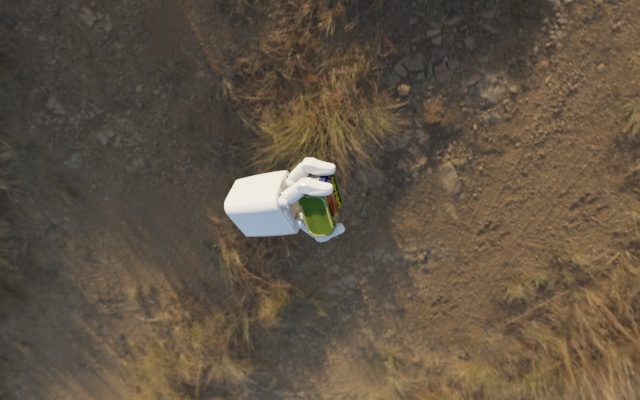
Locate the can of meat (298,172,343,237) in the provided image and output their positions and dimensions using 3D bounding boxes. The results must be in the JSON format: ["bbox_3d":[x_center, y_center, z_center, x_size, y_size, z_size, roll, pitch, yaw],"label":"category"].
[{"bbox_3d":[0.000,0.003,0.866,0.057,0.102,0.084,-5,38,17],"label":"can of meat"}]
